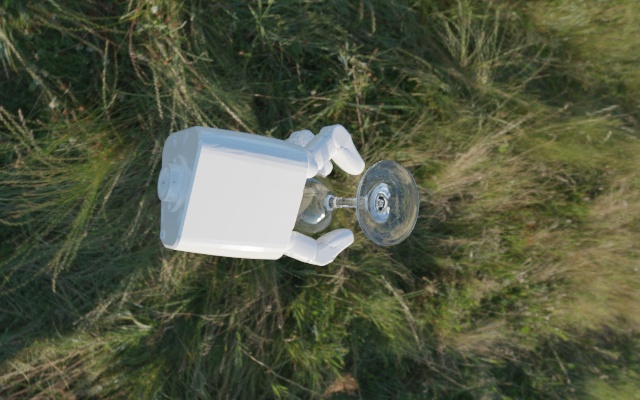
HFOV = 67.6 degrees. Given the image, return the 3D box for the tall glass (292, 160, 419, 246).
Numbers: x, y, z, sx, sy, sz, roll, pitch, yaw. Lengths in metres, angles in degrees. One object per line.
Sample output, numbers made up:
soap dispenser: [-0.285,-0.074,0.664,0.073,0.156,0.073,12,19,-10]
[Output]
tall glass: [0.001,0.002,0.489,0.079,0.079,0.201,0,0,-36]
